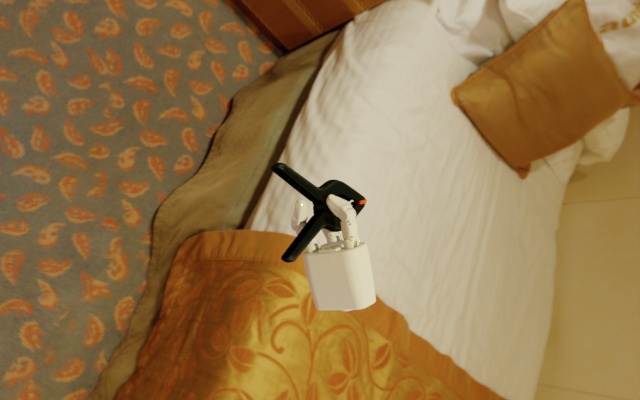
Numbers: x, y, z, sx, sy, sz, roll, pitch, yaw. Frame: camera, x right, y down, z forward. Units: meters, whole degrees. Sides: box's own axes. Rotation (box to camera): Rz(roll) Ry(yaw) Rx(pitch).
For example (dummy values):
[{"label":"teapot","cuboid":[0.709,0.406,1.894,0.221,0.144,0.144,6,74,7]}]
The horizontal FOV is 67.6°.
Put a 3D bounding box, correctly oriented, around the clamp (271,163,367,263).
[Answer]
[{"label":"clamp","cuboid":[0.001,0.003,0.840,0.210,0.164,0.036,-16,9,-42]}]
